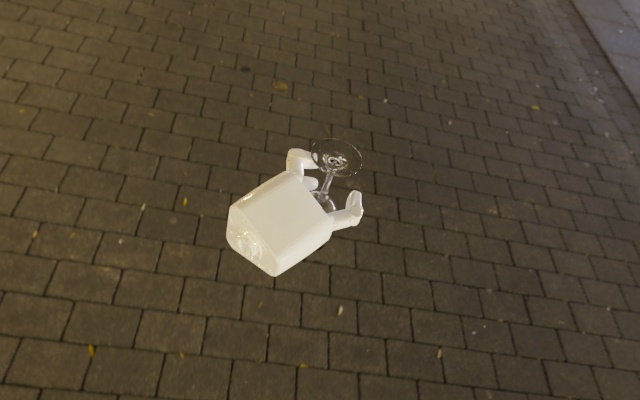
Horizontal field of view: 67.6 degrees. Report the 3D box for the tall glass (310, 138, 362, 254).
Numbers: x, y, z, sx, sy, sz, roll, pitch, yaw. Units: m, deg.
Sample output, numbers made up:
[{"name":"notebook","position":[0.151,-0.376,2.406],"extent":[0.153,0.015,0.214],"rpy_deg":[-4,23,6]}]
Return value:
[{"name":"tall glass","position":[0.000,0.002,0.738],"extent":[0.079,0.079,0.201],"rpy_deg":[0,-40,-17]}]
